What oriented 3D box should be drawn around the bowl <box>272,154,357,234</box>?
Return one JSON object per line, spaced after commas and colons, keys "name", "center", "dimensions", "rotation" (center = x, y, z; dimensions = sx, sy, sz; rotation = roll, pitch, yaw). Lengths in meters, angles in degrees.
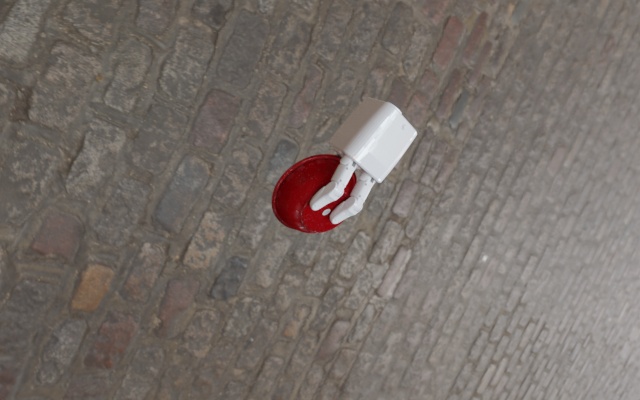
{"name": "bowl", "center": [0.000, 0.004, 0.823], "dimensions": [0.162, 0.162, 0.055], "rotation": [0, 35, -27]}
